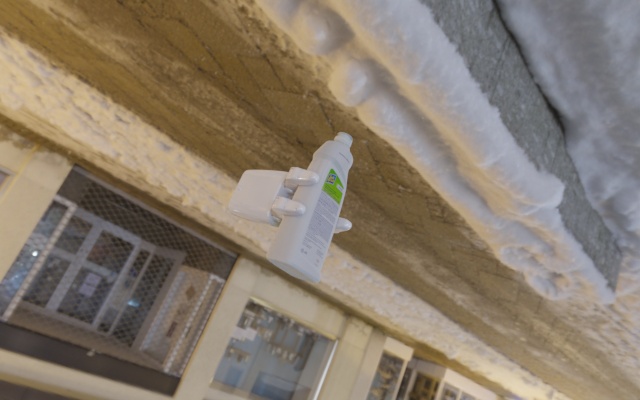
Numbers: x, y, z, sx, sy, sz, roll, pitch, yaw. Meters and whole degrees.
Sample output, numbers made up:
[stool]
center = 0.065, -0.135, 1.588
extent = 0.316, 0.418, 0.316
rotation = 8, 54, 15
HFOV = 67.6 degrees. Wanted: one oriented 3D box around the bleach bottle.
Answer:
[bleach bottle]
center = 0.000, 0.003, 0.798
extent = 0.068, 0.250, 0.103
rotation = 10, -22, 37
